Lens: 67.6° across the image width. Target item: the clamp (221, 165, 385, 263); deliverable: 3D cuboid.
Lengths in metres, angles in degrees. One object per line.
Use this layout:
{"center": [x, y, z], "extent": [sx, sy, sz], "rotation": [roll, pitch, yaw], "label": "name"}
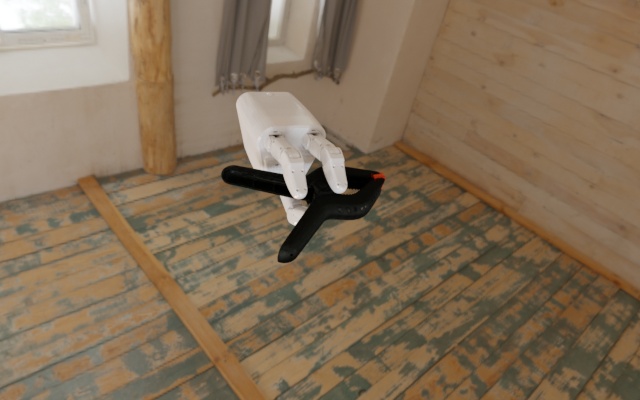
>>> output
{"center": [0.000, 0.002, 0.594], "extent": [0.210, 0.036, 0.164], "rotation": [-7, 44, -26], "label": "clamp"}
